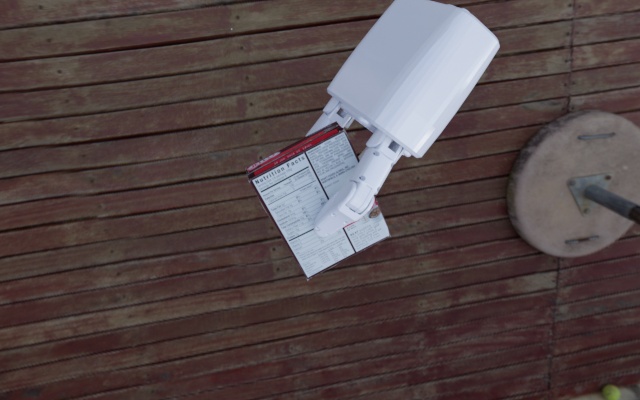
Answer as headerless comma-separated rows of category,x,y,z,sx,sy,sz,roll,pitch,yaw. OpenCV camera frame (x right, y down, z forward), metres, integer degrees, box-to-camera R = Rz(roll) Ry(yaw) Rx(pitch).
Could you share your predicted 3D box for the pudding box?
pudding box,0.000,0.001,0.417,0.090,0.113,0.039,-27,22,0
